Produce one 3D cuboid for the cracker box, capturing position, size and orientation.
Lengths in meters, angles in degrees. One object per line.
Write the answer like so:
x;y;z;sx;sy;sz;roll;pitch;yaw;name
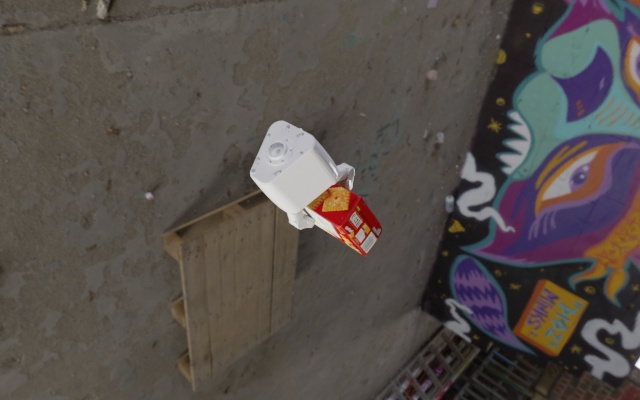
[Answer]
0.000;0.003;0.897;0.213;0.072;0.164;31;-9;31;cracker box
